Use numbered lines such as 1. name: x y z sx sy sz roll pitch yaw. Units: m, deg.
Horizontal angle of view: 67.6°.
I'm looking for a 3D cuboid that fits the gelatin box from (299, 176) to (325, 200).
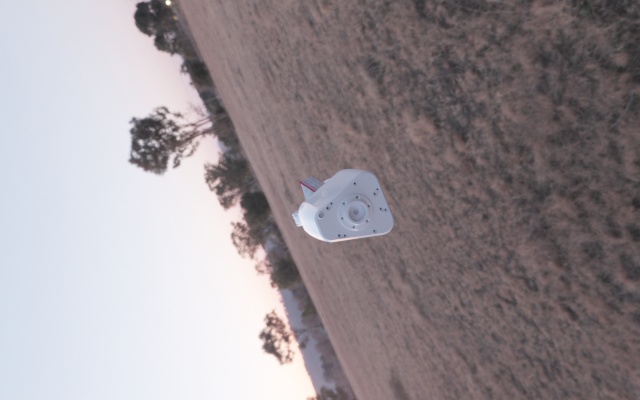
1. gelatin box: 0.000 0.003 0.829 0.030 0.073 0.089 -25 21 -14
